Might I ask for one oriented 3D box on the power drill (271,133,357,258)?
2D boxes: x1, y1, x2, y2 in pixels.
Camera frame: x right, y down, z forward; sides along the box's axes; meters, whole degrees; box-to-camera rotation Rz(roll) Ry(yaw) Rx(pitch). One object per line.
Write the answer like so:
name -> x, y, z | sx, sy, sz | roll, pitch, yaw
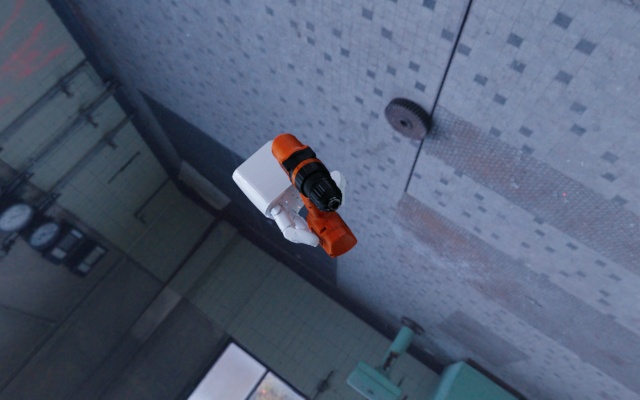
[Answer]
power drill -> 0.000, 0.003, 0.735 | 0.057, 0.188, 0.184 | -29, 43, -7
